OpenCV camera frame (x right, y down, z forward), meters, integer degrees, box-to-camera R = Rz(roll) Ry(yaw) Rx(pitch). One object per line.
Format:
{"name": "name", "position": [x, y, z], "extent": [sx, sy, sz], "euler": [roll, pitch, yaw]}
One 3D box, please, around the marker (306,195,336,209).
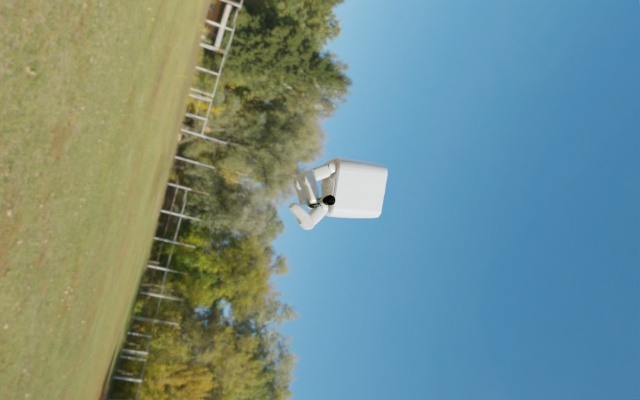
{"name": "marker", "position": [0.000, 0.003, 0.890], "extent": [0.020, 0.020, 0.121], "euler": [0, -4, -20]}
